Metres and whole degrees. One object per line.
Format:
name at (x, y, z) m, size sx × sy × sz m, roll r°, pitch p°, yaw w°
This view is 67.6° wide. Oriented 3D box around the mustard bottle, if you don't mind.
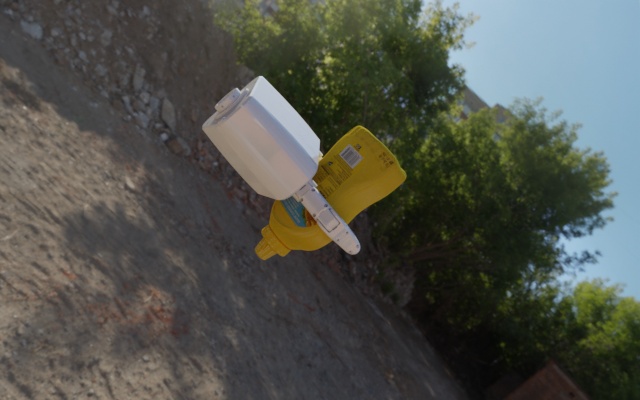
mustard bottle at (0.000, 0.002, 0.557) m, size 0.058 × 0.191 × 0.096 m, roll 47°, pitch 5°, yaw -46°
